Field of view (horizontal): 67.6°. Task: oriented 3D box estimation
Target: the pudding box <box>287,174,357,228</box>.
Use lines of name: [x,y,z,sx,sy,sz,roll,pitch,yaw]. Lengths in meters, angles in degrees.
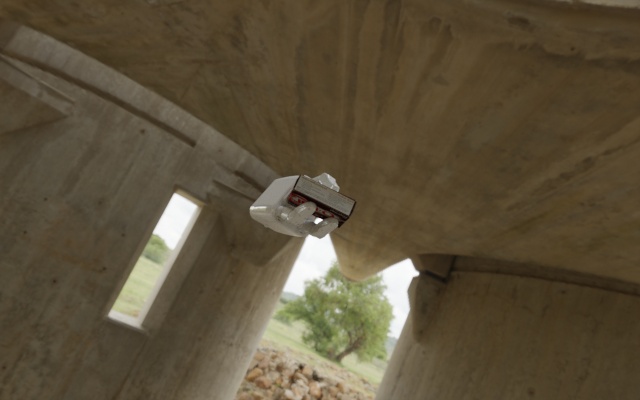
pudding box: [0.000,0.003,0.859,0.113,0.039,0.090,24,-17,-3]
